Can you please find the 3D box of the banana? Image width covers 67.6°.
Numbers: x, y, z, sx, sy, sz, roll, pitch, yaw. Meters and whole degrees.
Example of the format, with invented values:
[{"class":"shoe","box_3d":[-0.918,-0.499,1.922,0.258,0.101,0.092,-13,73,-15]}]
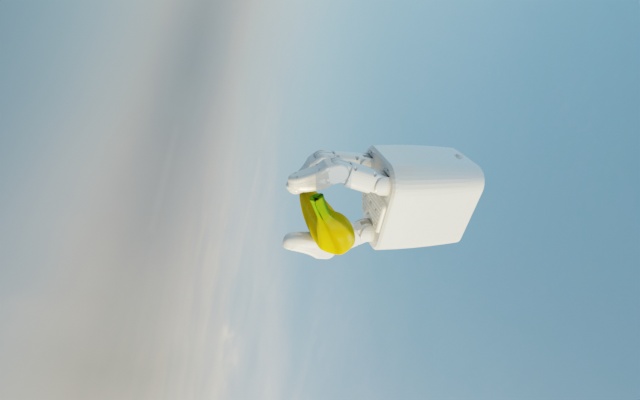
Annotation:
[{"class":"banana","box_3d":[0.006,0.020,0.499,0.037,0.069,0.198,-17,4,-6]}]
